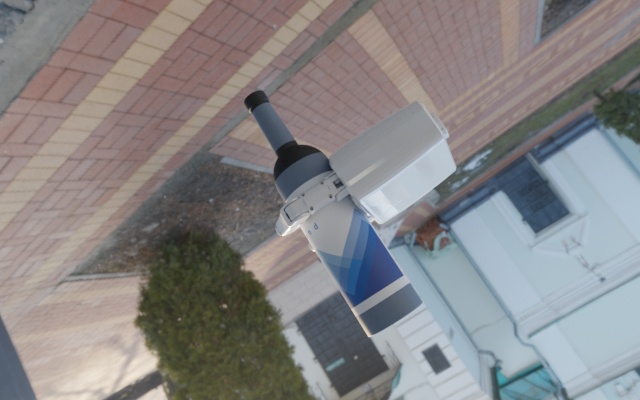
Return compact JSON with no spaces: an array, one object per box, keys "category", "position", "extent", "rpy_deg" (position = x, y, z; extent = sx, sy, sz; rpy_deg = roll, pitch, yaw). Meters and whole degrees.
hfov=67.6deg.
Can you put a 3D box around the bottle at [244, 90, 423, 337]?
[{"category":"bottle","position":[0.000,0.002,0.522],"extent":[0.069,0.295,0.069],"rpy_deg":[-31,-13,-8]}]
